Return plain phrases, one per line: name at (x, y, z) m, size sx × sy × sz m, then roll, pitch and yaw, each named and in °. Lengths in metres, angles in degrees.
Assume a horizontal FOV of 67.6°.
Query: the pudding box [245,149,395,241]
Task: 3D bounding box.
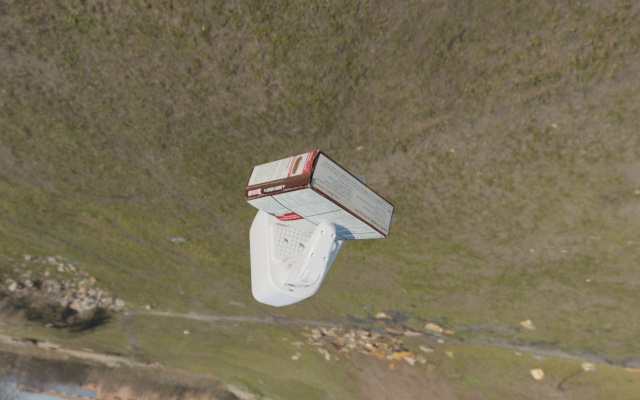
pudding box at (0.000, 0.002, 0.445) m, size 0.090 × 0.039 × 0.113 m, roll -10°, pitch -31°, yaw 43°
